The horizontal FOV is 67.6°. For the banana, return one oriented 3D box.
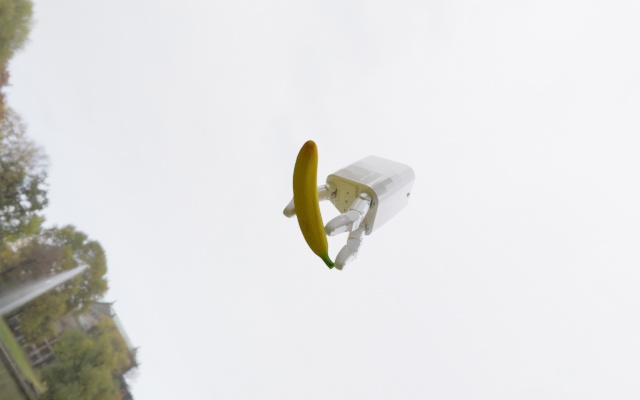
[{"bbox_3d":[-0.012,0.003,0.704,0.037,0.198,0.069,-28,27,-36],"label":"banana"}]
